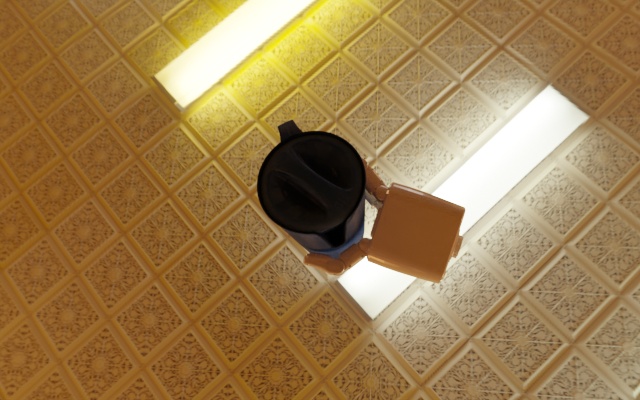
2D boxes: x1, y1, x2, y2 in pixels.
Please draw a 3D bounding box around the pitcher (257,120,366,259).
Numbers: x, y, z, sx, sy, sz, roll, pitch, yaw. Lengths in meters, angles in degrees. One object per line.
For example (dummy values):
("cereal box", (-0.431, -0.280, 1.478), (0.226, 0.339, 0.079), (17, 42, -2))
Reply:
("pitcher", (0.000, 0.002, 0.682), (0.145, 0.149, 0.243), (18, -15, 13))
